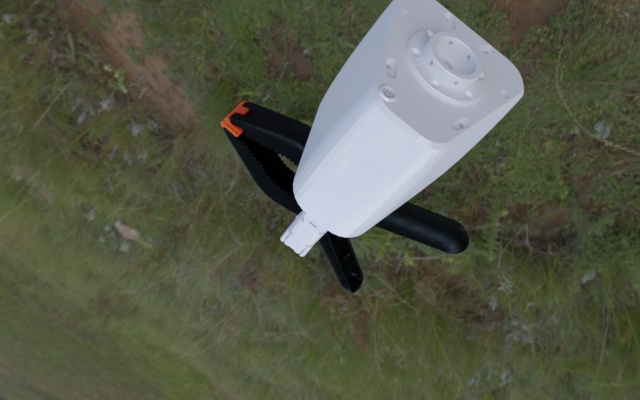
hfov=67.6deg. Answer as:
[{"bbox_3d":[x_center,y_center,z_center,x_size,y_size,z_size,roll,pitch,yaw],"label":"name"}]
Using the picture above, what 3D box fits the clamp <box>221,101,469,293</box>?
[{"bbox_3d":[-0.001,0.001,0.415,0.210,0.036,0.165,38,-36,-2],"label":"clamp"}]
